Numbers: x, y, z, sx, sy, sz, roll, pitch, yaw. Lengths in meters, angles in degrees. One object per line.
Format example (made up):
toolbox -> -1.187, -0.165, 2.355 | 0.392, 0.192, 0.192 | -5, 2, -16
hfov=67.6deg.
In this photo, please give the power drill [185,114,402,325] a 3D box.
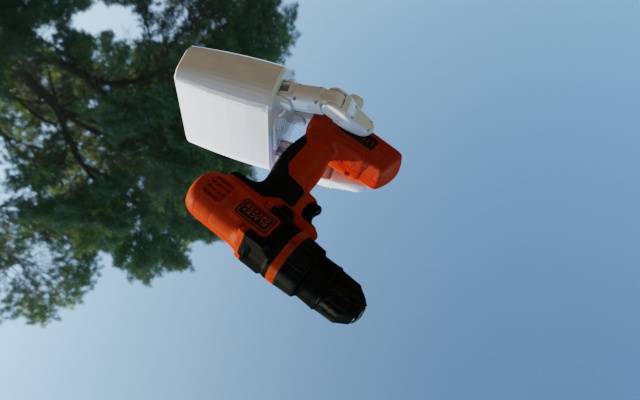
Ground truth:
power drill -> 0.000, 0.001, 0.449 | 0.187, 0.184, 0.057 | -45, -12, -37
